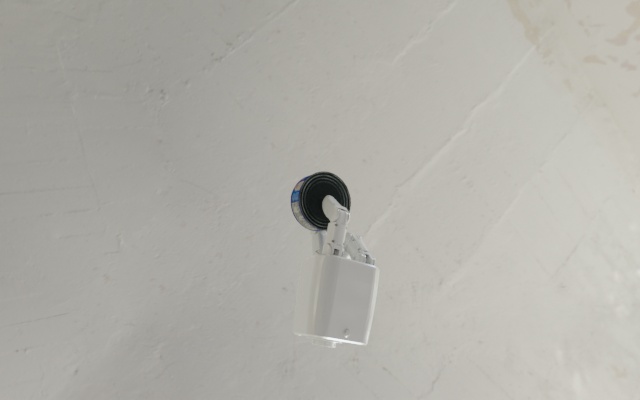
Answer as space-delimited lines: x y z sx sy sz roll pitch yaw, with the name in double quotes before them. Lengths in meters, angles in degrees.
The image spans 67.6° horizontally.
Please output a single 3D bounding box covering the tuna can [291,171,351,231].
"tuna can" 0.000 0.002 0.701 0.086 0.086 0.034 0 -7 -30
